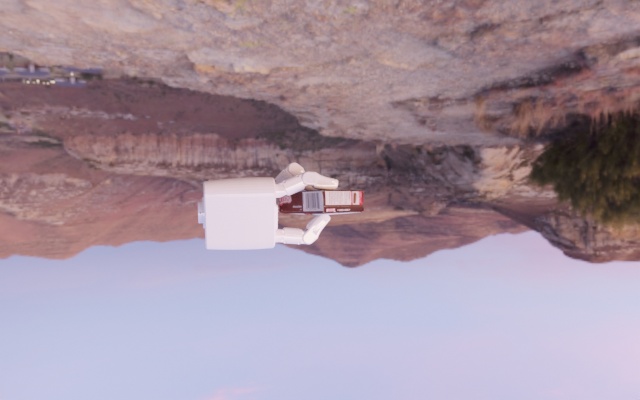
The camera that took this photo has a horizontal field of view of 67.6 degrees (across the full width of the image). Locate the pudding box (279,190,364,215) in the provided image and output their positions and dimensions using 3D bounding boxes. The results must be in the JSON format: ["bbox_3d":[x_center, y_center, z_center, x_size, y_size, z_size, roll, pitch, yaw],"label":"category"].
[{"bbox_3d":[0.000,0.003,0.772,0.090,0.039,0.113,-2,2,-41],"label":"pudding box"}]
